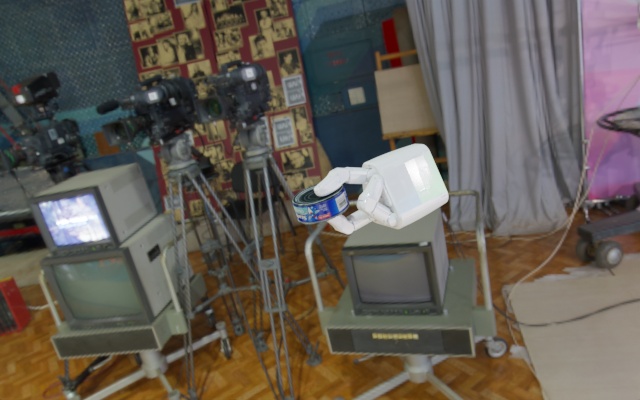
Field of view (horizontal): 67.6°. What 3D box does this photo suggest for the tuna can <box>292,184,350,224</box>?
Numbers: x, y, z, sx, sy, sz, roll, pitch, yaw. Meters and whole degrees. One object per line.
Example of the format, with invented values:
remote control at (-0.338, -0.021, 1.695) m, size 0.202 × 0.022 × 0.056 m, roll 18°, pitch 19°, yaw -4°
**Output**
tuna can at (0.000, 0.002, 0.745) m, size 0.086 × 0.034 × 0.086 m, roll -16°, pitch 20°, yaw 6°
